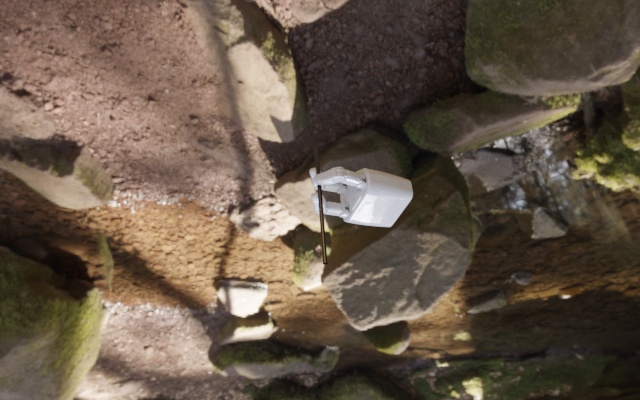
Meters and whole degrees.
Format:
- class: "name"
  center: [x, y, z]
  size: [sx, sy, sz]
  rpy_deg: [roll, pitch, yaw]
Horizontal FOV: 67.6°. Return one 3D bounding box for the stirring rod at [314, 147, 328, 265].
- class: "stirring rod"
  center: [0.000, 0.003, 0.872]
  size: [0.011, 0.239, 0.011]
  rpy_deg: [-3, -29, -2]
